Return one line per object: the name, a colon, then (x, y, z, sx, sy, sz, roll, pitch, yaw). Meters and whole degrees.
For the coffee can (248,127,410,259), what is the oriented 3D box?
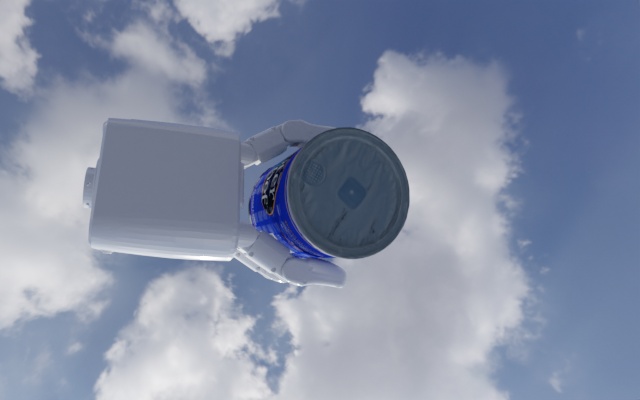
coffee can: (0.000, 0.001, 0.430, 0.103, 0.103, 0.140, 0, -6, -21)
